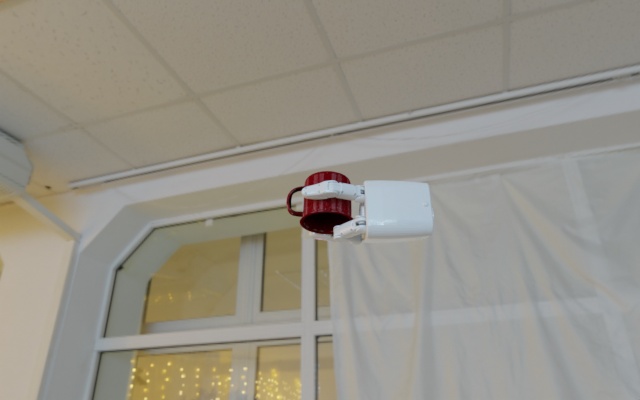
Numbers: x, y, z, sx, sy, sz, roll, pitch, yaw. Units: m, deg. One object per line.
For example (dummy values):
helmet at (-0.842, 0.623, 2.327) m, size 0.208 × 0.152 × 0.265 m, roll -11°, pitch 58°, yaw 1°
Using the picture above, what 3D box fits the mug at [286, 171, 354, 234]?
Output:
mug at (-0.001, 0.002, 0.819) m, size 0.117 × 0.081 × 0.093 m, roll 1°, pitch -27°, yaw 0°
